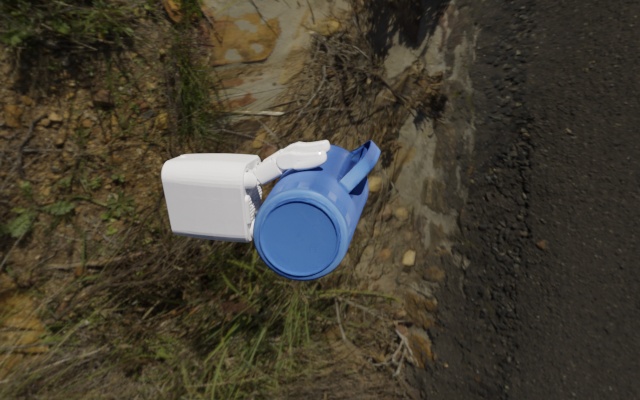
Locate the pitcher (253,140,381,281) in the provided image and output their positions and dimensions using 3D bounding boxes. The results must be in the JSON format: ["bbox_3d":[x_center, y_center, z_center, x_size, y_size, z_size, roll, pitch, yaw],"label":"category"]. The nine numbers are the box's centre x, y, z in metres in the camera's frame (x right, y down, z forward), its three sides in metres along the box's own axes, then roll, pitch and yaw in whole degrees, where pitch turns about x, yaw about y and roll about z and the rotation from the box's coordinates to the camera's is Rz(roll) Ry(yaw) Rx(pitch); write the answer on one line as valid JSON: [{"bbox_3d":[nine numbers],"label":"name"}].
[{"bbox_3d":[0.000,0.002,0.627,0.145,0.149,0.242,5,16,6],"label":"pitcher"}]
